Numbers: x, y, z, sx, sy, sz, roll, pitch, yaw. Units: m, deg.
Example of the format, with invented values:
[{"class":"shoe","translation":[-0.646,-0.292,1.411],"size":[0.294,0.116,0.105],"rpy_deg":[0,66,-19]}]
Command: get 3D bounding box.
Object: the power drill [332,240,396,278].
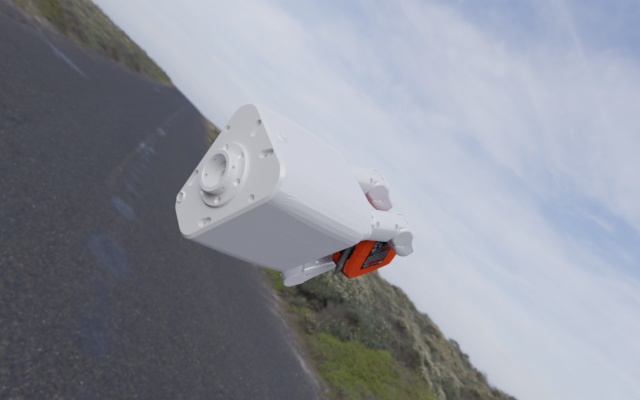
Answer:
[{"class":"power drill","translation":[0.000,0.002,0.518],"size":[0.187,0.057,0.184],"rpy_deg":[34,20,25]}]
